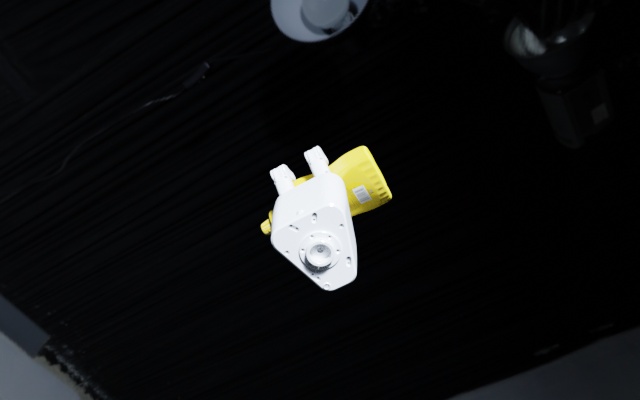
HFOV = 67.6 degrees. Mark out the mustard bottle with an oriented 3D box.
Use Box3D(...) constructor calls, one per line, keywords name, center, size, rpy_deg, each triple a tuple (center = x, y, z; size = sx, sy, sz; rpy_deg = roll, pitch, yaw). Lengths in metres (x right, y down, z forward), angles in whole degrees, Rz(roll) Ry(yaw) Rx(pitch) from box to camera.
Box3D(name="mustard bottle", center=(0.000, 0.002, 0.693), size=(0.191, 0.058, 0.096), rpy_deg=(-27, -46, 10))
